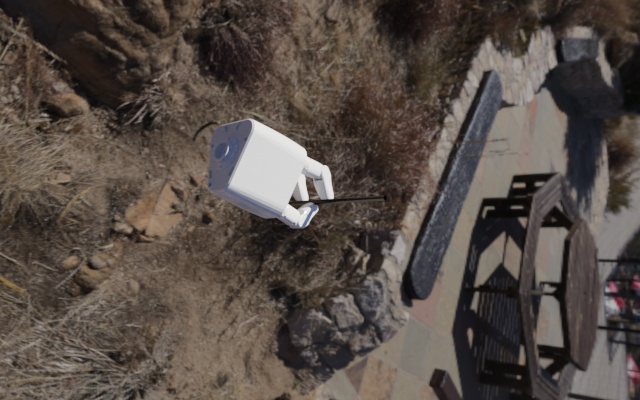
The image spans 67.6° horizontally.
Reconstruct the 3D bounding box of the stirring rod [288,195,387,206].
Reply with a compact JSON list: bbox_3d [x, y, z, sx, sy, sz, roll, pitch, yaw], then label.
[{"bbox_3d":[0.000,0.002,0.753,0.239,0.011,0.011,-4,-3,40],"label":"stirring rod"}]
